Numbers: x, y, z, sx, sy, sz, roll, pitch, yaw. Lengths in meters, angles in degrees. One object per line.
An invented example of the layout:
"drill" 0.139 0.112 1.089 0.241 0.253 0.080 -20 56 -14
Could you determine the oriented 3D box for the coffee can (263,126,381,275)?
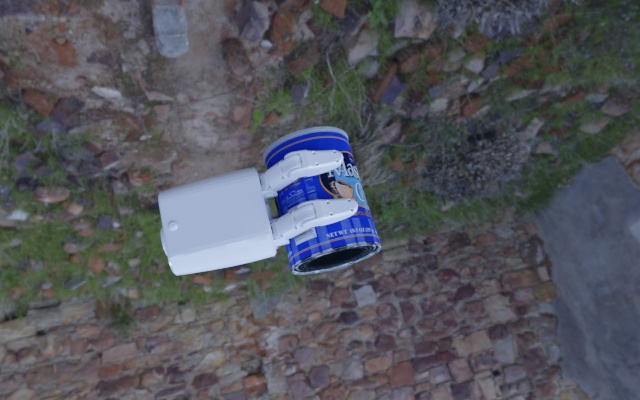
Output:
"coffee can" 0.000 0.002 0.543 0.103 0.140 0.103 -14 -18 -5
